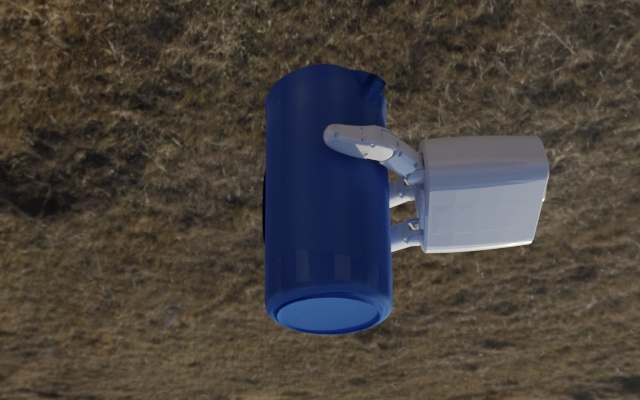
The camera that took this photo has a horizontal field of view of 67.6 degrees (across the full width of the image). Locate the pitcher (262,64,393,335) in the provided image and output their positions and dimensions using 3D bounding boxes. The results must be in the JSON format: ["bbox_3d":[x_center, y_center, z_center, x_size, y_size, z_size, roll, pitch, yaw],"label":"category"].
[{"bbox_3d":[0.000,0.001,0.469,0.145,0.242,0.149,-2,-34,4],"label":"pitcher"}]
